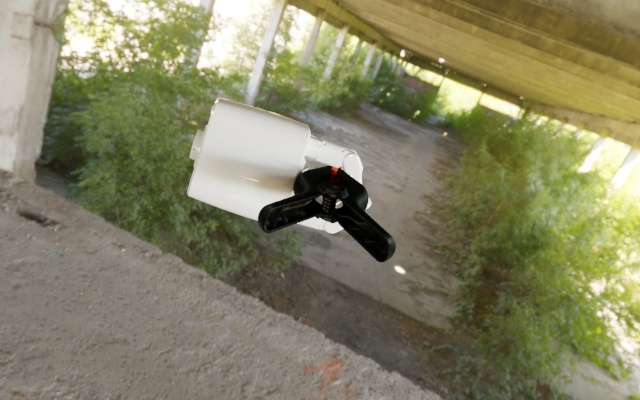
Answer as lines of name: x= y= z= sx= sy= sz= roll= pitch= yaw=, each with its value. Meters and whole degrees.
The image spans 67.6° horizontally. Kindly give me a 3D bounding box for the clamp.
clamp: x=0.000 y=0.001 z=0.469 sx=0.120 sy=0.039 sz=0.171 roll=17 pitch=19 yaw=-12
